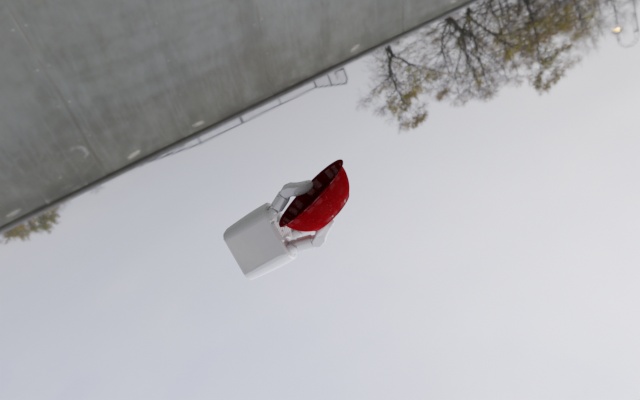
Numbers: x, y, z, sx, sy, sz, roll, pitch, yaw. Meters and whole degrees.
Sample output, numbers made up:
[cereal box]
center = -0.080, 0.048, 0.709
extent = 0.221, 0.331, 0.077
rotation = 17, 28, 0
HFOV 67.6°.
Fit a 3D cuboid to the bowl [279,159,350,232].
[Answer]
[bowl]
center = 0.001, 0.002, 0.846
extent = 0.055, 0.162, 0.162
rotation = 43, -11, -12
